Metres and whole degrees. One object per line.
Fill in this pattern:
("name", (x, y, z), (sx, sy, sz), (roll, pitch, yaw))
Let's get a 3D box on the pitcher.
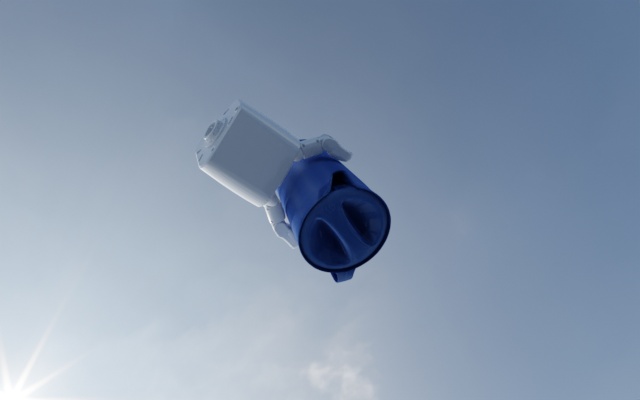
("pitcher", (0.000, 0.002, 0.744), (0.145, 0.149, 0.242), (32, 12, -29))
